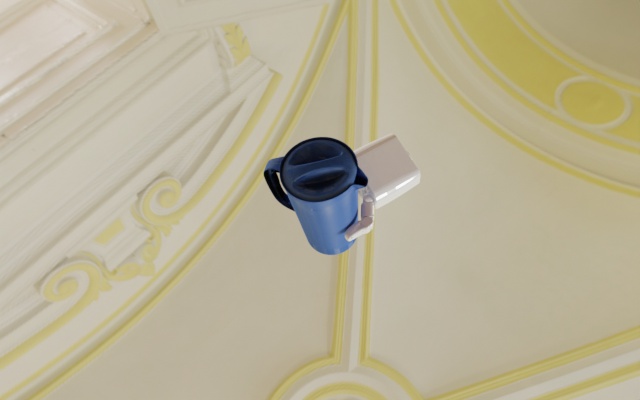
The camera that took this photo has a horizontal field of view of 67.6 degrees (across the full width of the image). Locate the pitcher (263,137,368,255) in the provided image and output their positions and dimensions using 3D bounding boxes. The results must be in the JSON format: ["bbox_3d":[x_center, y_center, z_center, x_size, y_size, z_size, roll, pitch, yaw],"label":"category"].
[{"bbox_3d":[0.000,0.003,0.892,0.145,0.149,0.243,-29,-31,-10],"label":"pitcher"}]
